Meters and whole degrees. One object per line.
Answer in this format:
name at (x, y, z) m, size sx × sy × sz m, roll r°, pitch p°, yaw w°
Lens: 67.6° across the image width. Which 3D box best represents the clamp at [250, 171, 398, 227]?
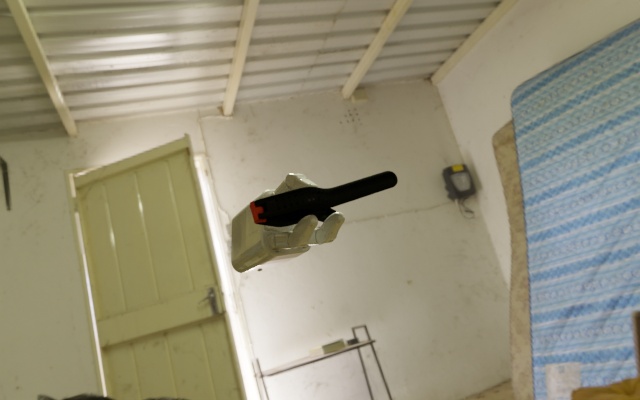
clamp at (-0.001, 0.002, 0.685) m, size 0.210 × 0.036 × 0.165 m, roll -3°, pitch -24°, yaw -43°
